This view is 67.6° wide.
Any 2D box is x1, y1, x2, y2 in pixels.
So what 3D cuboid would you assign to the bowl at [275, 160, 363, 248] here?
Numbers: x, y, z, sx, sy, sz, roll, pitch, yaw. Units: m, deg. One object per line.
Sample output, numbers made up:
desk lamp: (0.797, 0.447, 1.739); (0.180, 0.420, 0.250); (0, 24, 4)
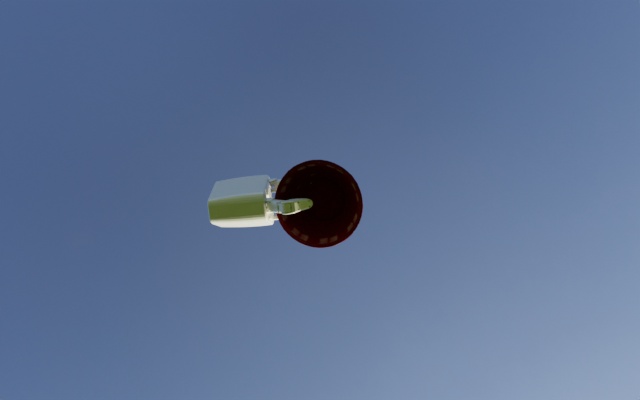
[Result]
bowl: (0.002, 0.003, 0.882); (0.162, 0.162, 0.055); (0, 10, 10)
